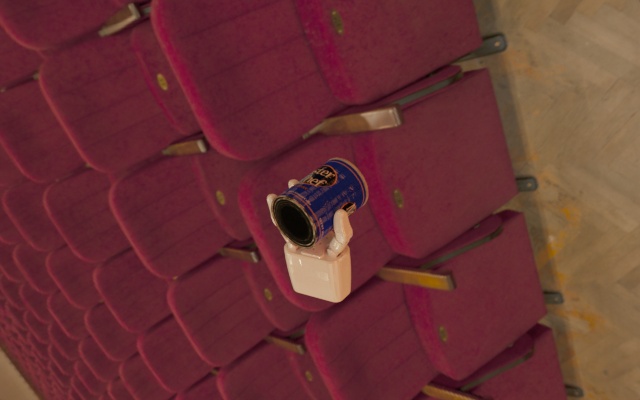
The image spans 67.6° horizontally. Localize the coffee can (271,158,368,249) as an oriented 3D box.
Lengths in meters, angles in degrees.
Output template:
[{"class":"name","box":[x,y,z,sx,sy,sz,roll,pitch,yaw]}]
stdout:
[{"class":"coffee can","box":[0.000,0.002,0.819,0.103,0.103,0.140,0,29,49]}]
